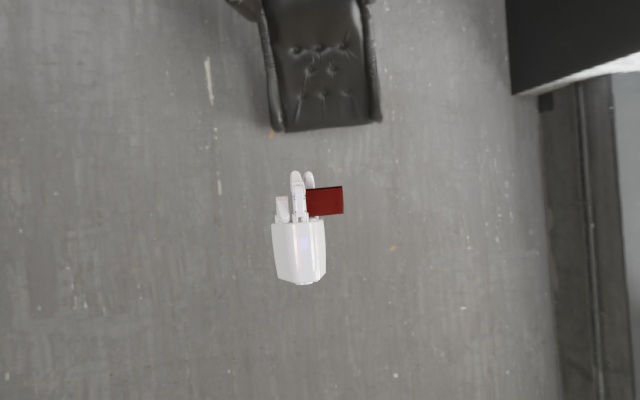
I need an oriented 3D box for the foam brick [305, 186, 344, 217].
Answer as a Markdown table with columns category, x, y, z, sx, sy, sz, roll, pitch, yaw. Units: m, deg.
| category | x | y | z | sx | sy | sz | roll | pitch | yaw |
| --- | --- | --- | --- | --- | --- | --- | --- | --- | --- |
| foam brick | 0.000 | 0.003 | 0.880 | 0.078 | 0.051 | 0.053 | -6 | -1 | -8 |
